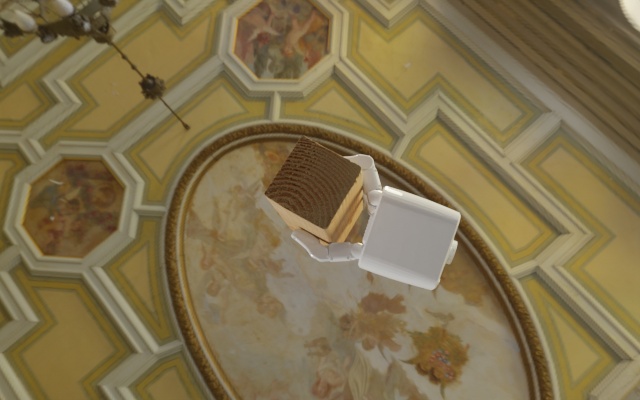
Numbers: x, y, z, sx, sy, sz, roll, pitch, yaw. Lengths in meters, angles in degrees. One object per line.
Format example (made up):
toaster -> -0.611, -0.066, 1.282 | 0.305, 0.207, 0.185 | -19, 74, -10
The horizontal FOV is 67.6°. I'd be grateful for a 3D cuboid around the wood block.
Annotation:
wood block -> 0.000, 0.003, 0.667 | 0.090, 0.091, 0.206 | 29, -10, 12
